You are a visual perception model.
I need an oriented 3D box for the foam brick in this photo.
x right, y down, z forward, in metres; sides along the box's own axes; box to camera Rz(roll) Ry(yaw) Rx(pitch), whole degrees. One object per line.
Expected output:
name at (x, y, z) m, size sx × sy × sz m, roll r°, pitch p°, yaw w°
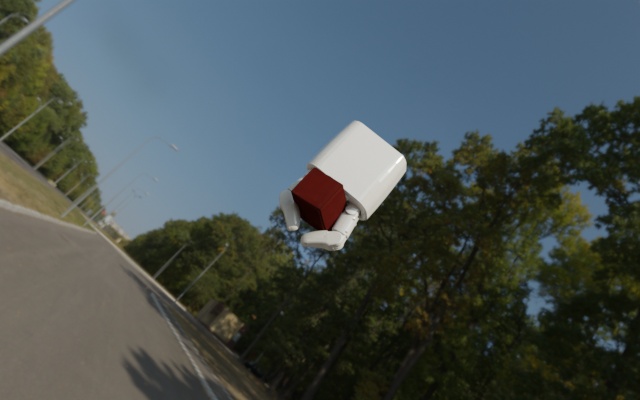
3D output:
foam brick at (0.000, 0.002, 0.667) m, size 0.053 × 0.051 × 0.078 m, roll 34°, pitch -20°, yaw 25°
